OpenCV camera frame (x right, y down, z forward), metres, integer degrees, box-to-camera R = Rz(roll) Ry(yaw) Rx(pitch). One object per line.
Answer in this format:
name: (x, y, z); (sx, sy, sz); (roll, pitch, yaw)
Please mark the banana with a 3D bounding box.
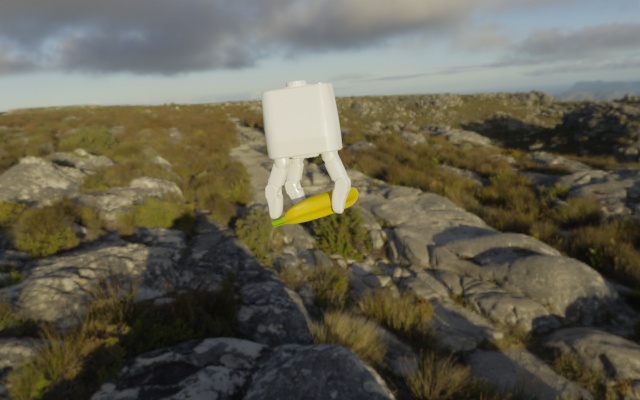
banana: (0.010, 0.003, 0.811); (0.198, 0.037, 0.069); (-18, 9, -41)
